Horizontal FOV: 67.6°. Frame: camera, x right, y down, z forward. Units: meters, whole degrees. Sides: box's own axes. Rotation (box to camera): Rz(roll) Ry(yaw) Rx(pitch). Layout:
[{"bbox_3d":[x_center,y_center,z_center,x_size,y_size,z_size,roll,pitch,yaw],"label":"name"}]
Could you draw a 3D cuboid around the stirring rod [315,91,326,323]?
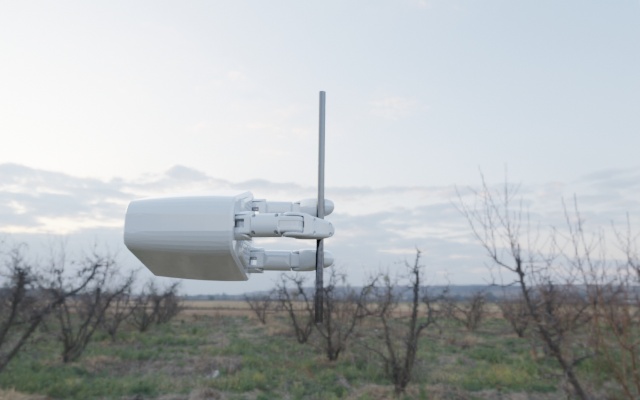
[{"bbox_3d":[0.000,0.002,0.488,0.011,0.239,0.011,1,-11,0],"label":"stirring rod"}]
